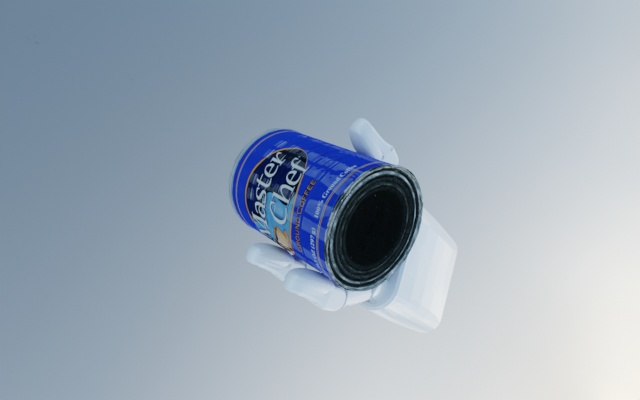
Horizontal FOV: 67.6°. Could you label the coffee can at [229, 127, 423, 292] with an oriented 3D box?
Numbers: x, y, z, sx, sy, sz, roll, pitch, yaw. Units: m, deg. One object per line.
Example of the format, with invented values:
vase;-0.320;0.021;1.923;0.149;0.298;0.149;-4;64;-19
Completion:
coffee can;0.000;0.001;0.409;0.103;0.103;0.140;0;18;-41
